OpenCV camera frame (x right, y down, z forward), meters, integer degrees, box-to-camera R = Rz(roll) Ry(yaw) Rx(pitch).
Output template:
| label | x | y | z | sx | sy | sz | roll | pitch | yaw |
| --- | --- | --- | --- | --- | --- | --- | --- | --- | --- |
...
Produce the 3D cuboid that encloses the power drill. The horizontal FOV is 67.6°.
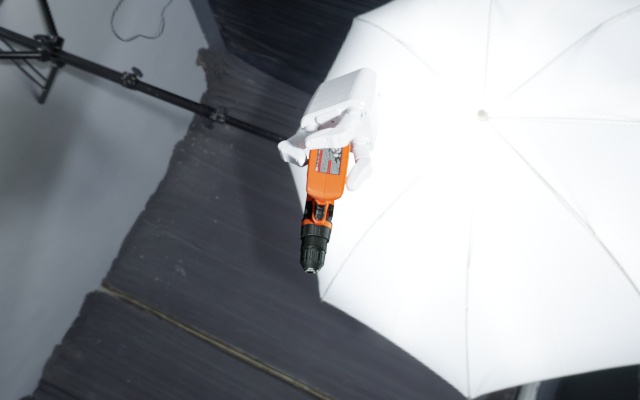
| label | x | y | z | sx | sy | sz | roll | pitch | yaw |
| --- | --- | --- | --- | --- | --- | --- | --- | --- | --- |
| power drill | 0.000 | 0.002 | 0.730 | 0.057 | 0.184 | 0.188 | 7 | -26 | -4 |
